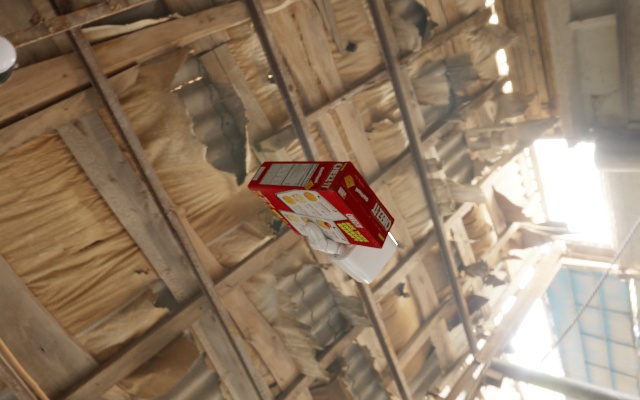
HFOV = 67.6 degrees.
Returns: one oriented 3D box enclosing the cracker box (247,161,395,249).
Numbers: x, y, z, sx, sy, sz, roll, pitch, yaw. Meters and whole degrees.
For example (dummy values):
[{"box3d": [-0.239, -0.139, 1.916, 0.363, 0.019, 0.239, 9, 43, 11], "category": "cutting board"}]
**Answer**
[{"box3d": [0.000, 0.003, 0.845, 0.213, 0.072, 0.164, 4, -34, 44], "category": "cracker box"}]
